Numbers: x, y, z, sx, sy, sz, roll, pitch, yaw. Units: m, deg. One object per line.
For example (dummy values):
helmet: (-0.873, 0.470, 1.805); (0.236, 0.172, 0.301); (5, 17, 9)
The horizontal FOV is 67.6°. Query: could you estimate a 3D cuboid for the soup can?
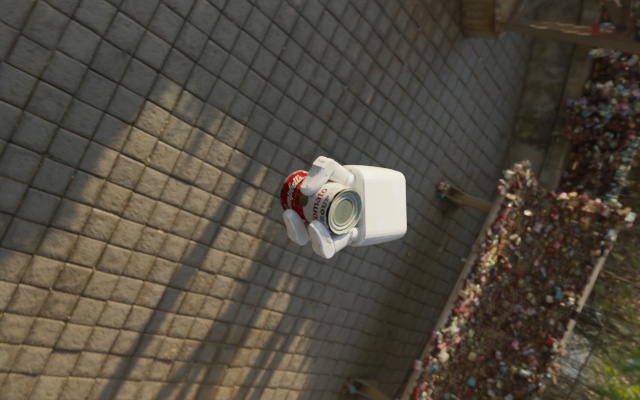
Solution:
soup can: (0.000, 0.002, 0.673); (0.068, 0.068, 0.102); (0, 16, -44)
